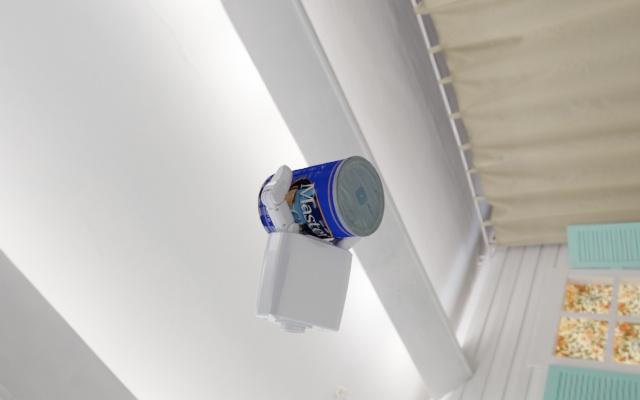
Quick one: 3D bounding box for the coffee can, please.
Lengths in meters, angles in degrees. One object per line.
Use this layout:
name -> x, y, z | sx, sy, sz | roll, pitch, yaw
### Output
coffee can -> 0.000, 0.002, 0.643 | 0.140, 0.103, 0.103 | -8, -6, 40
